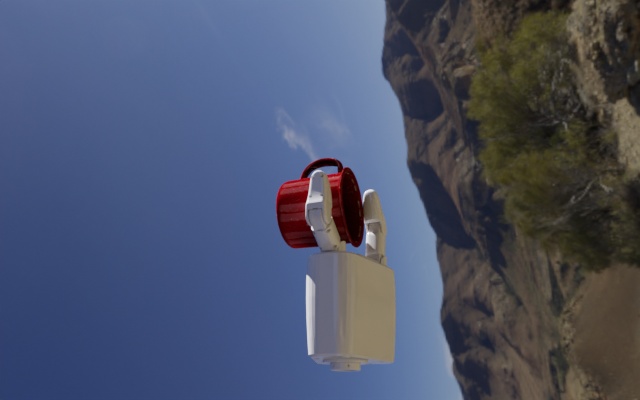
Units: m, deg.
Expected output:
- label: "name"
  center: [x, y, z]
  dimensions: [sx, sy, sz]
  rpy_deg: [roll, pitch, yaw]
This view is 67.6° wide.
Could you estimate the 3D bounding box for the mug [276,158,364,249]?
- label: "mug"
  center: [0.000, 0.001, 0.563]
  dimensions: [0.081, 0.117, 0.093]
  rpy_deg: [-8, -26, 18]
